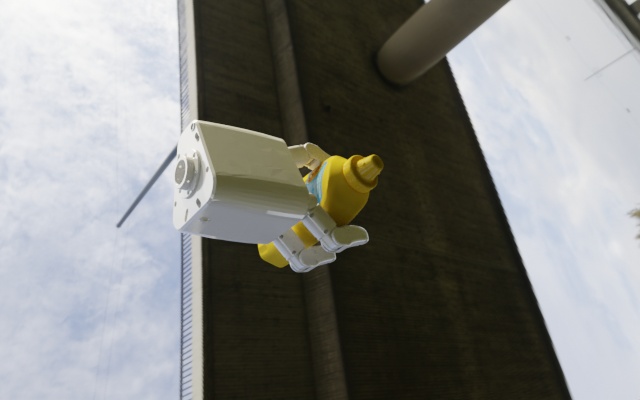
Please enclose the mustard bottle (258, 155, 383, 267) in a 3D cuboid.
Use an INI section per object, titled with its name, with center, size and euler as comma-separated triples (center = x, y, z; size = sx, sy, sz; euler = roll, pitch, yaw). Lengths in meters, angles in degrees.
[mustard bottle]
center = 0.000, 0.002, 0.558
size = 0.058, 0.096, 0.192
euler = 32, -45, -23
